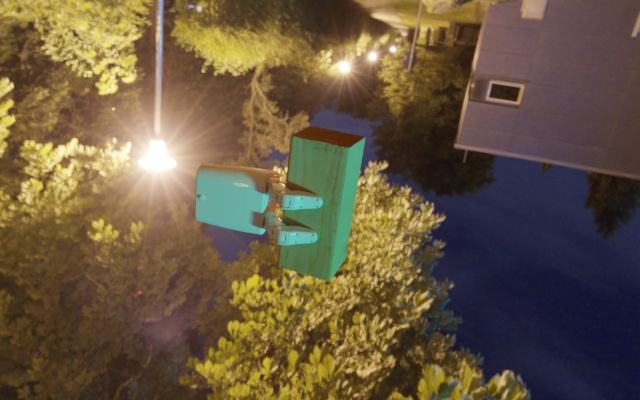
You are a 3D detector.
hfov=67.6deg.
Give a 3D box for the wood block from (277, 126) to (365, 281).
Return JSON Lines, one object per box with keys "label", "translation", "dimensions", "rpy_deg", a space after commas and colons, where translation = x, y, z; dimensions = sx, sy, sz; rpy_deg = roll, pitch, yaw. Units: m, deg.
{"label": "wood block", "translation": [0.000, 0.002, 0.724], "dimensions": [0.090, 0.206, 0.090], "rpy_deg": [14, 22, 15]}
